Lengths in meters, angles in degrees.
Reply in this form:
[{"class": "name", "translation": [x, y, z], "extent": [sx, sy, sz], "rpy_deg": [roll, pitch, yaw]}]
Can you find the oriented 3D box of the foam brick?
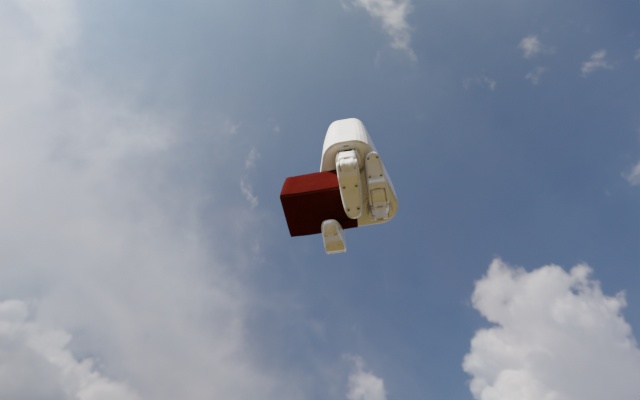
[{"class": "foam brick", "translation": [0.000, 0.002, 0.532], "extent": [0.078, 0.053, 0.051], "rpy_deg": [-8, 26, 6]}]
